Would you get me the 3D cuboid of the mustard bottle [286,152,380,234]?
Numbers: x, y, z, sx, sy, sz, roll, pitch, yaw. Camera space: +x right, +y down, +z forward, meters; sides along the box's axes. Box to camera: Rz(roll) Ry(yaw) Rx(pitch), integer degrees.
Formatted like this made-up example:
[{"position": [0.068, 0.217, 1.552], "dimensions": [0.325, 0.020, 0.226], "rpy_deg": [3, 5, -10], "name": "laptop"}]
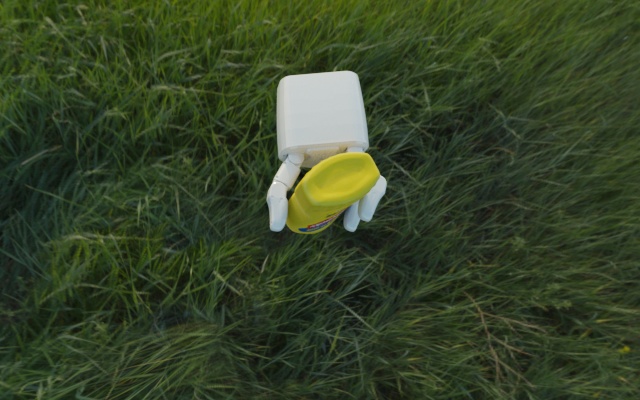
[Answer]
[{"position": [0.000, 0.002, 0.617], "dimensions": [0.096, 0.058, 0.192], "rpy_deg": [-26, -8, -21], "name": "mustard bottle"}]
